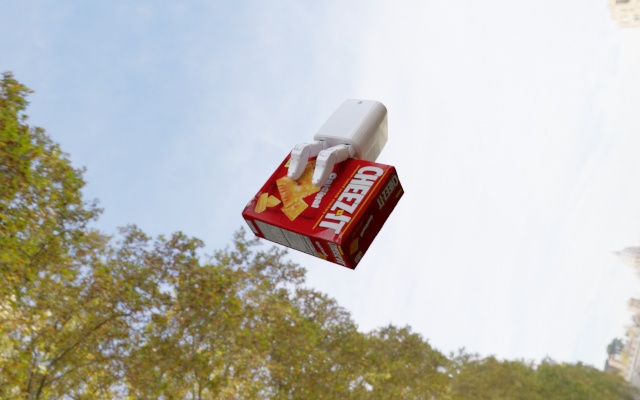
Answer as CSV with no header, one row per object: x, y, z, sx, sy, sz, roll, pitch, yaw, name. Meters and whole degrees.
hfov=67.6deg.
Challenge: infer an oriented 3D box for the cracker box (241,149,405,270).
0.000,0.003,0.771,0.213,0.164,0.072,14,-34,38,cracker box
